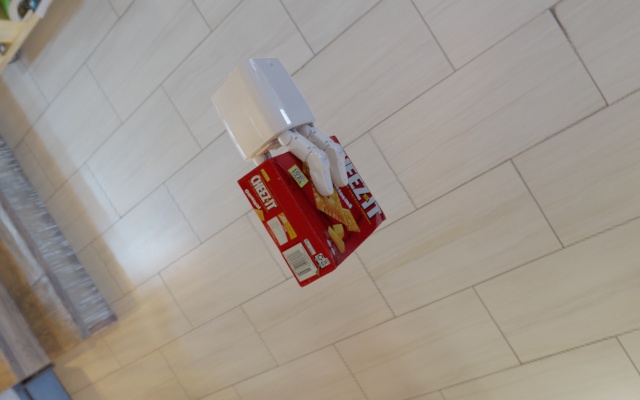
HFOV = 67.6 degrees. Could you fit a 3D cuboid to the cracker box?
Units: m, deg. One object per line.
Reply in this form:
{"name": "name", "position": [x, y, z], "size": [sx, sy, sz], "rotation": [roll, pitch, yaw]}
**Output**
{"name": "cracker box", "position": [0.000, 0.002, 0.690], "size": [0.072, 0.164, 0.213], "rotation": [-31, 1, 30]}
